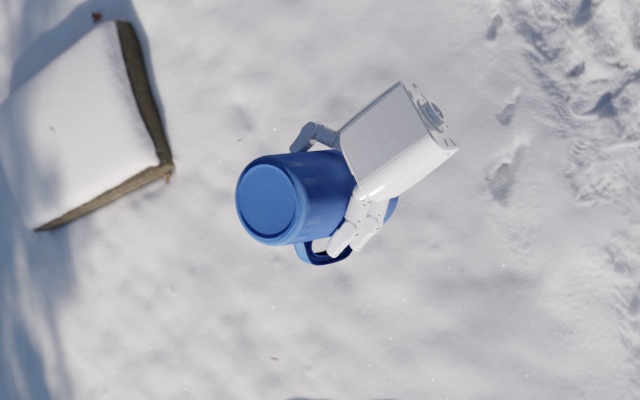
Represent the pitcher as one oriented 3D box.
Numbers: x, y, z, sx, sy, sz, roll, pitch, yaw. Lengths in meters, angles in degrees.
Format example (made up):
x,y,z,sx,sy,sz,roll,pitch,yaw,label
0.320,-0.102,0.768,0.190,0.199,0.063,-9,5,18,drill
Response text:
x,y,z,sx,sy,sz,roll,pitch,yaw,label
0.000,0.002,0.651,0.145,0.149,0.243,-38,-15,29,pitcher
